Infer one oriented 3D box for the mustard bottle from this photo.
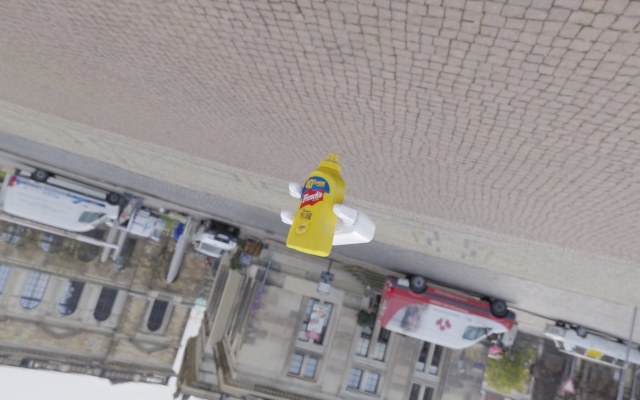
[{"bbox_3d":[0.000,0.003,0.887,0.058,0.191,0.096,23,-12,-37],"label":"mustard bottle"}]
